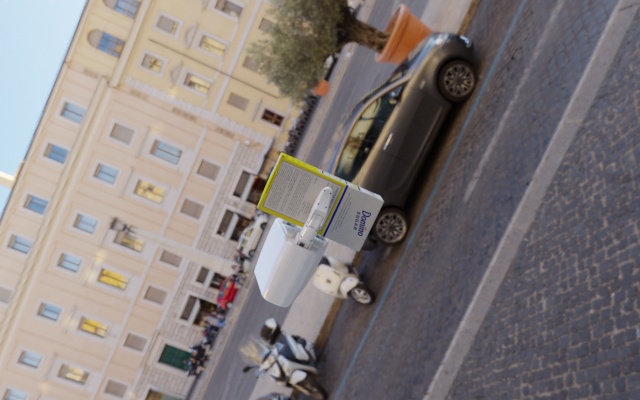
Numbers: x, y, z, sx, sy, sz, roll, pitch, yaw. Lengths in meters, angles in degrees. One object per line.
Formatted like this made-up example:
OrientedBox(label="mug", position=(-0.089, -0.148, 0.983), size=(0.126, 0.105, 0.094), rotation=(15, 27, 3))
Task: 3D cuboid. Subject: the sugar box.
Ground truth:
OrientedBox(label="sugar box", position=(0.000, 0.002, 0.752), size=(0.176, 0.093, 0.048), rotation=(24, 12, -9))
